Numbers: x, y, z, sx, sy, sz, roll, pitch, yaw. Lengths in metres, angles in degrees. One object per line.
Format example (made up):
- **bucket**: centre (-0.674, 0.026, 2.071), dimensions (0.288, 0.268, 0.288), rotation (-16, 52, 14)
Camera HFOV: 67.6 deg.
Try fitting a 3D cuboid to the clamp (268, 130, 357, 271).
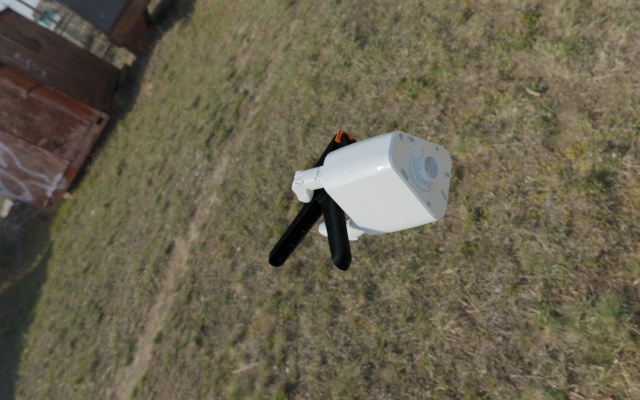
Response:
- **clamp**: centre (0.000, 0.001, 0.657), dimensions (0.036, 0.210, 0.164), rotation (31, -29, -32)
